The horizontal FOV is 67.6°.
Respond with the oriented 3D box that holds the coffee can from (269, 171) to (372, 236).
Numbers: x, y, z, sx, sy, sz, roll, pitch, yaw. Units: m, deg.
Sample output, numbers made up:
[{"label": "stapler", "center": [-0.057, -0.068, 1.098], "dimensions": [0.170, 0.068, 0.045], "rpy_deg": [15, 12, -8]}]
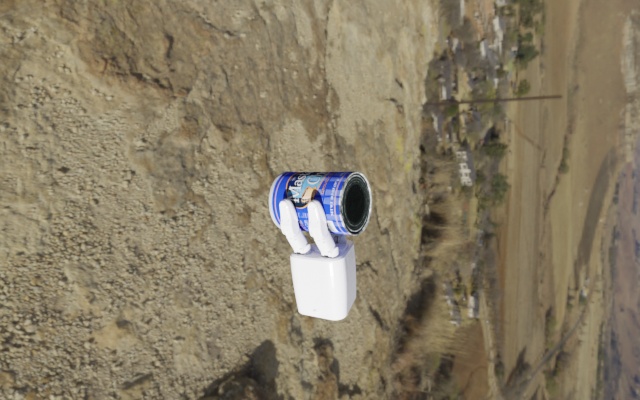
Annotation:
[{"label": "coffee can", "center": [0.000, 0.002, 0.794], "dimensions": [0.140, 0.103, 0.103], "rpy_deg": [2, 1, 33]}]
